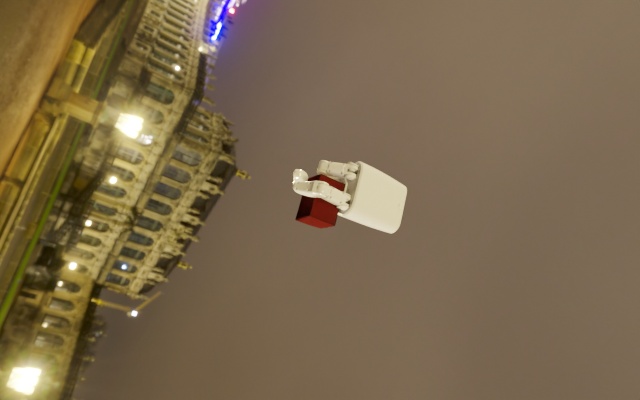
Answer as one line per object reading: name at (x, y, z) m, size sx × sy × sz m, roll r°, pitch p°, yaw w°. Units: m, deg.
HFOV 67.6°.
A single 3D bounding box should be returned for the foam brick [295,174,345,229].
foam brick at (0.000, 0.003, 0.803) m, size 0.051 × 0.078 × 0.053 m, roll 23°, pitch -19°, yaw -26°
